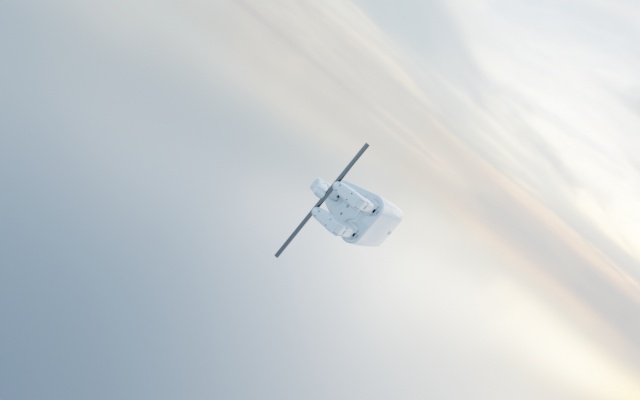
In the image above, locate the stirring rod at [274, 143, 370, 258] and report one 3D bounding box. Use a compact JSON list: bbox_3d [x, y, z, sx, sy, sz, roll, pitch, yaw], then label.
[{"bbox_3d":[0.000,0.003,0.775,0.011,0.239,0.011,37,13,-10],"label":"stirring rod"}]
